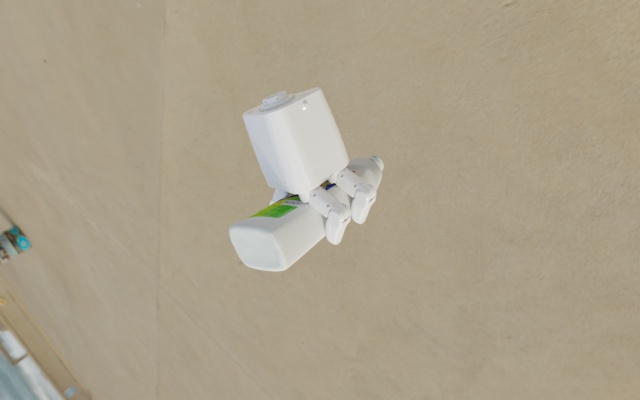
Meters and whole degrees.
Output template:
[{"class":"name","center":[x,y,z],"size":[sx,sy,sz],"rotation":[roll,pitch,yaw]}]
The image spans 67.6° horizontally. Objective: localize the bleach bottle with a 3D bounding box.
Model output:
[{"class":"bleach bottle","center":[0.000,0.002,0.662],"size":[0.102,0.068,0.250],"rotation":[-1,27,46]}]
